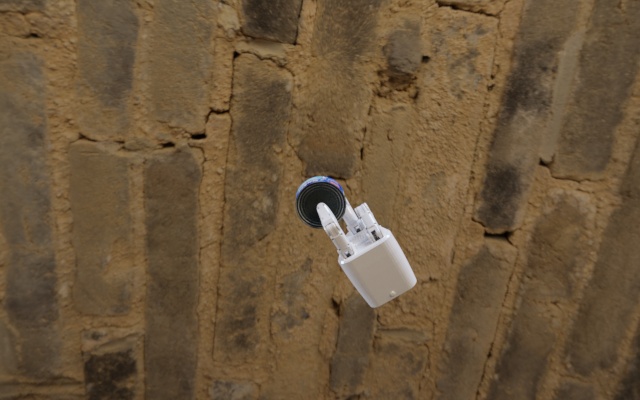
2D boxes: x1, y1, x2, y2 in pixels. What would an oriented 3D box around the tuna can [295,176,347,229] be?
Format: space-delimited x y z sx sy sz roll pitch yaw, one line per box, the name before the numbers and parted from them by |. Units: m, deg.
tuna can | 0.000 0.002 0.811 0.086 0.086 0.033 0 21 -3
